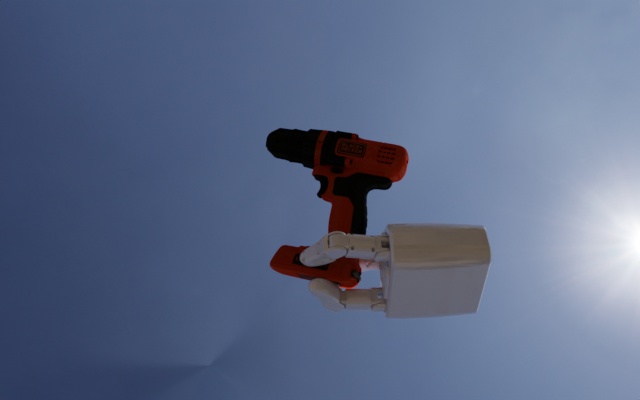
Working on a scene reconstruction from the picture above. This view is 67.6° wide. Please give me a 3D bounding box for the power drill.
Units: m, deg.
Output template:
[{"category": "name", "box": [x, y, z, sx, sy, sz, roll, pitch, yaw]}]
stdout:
[{"category": "power drill", "box": [0.000, 0.002, 0.580, 0.184, 0.187, 0.057, 11, -15, 17]}]
